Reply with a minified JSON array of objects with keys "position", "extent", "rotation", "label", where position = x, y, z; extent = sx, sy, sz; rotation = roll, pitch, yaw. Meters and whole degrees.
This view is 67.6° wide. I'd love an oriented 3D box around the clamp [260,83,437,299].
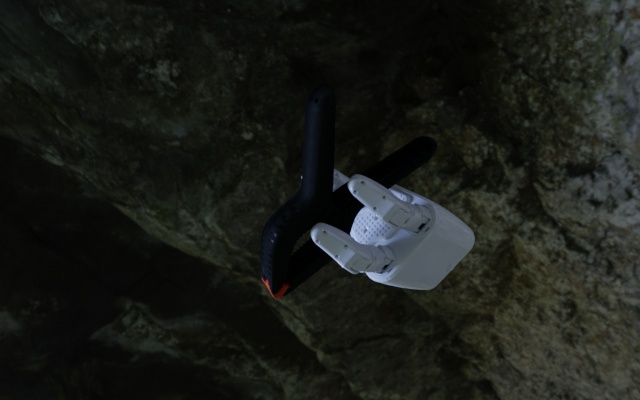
[{"position":[-0.001,0.001,0.432],"extent":[0.164,0.210,0.036],"rotation":[24,20,-47],"label":"clamp"}]
